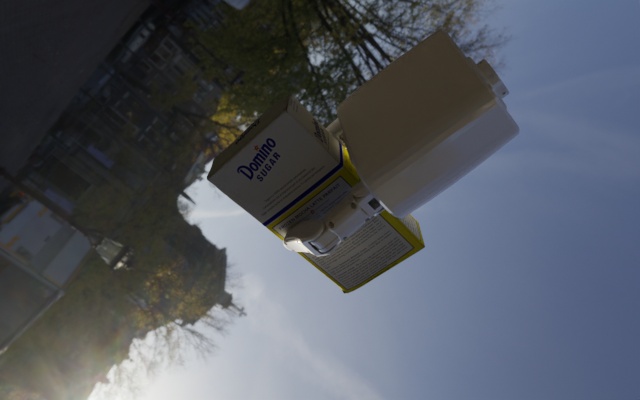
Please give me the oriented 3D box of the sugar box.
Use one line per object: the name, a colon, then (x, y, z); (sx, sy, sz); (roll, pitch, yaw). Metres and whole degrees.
sugar box: (0.000, 0.001, 0.416); (0.093, 0.176, 0.048); (-36, 24, 22)
